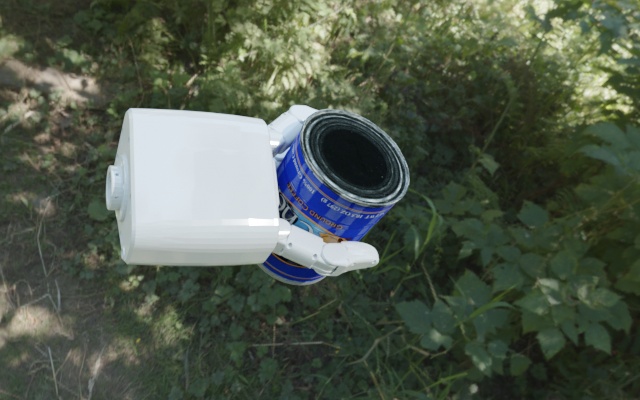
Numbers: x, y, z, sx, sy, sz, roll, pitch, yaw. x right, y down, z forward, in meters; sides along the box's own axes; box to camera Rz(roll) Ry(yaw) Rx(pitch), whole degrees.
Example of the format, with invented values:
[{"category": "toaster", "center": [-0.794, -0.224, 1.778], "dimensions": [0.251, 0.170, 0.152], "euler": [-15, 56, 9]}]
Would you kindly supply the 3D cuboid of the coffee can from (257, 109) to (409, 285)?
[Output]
[{"category": "coffee can", "center": [0.000, 0.002, 0.441], "dimensions": [0.103, 0.102, 0.140], "euler": [0, -34, -32]}]
